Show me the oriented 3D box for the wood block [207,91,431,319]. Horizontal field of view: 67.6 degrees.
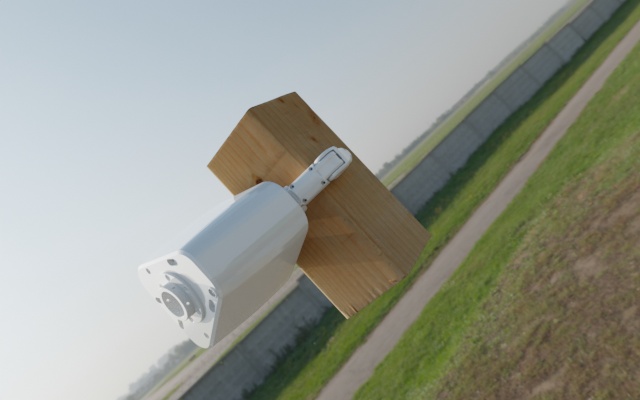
[{"bbox_3d":[0.000,0.001,0.482,0.091,0.206,0.090,-45,-3,34],"label":"wood block"}]
